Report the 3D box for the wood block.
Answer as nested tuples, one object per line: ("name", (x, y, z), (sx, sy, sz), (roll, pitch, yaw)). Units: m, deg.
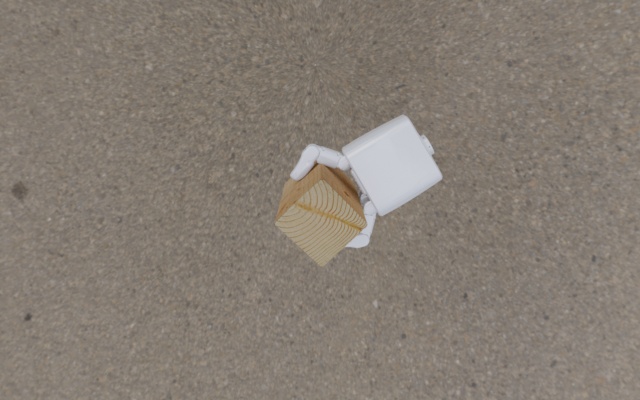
("wood block", (0.000, 0.002, 0.721), (0.090, 0.091, 0.206), (-43, 12, 11))
